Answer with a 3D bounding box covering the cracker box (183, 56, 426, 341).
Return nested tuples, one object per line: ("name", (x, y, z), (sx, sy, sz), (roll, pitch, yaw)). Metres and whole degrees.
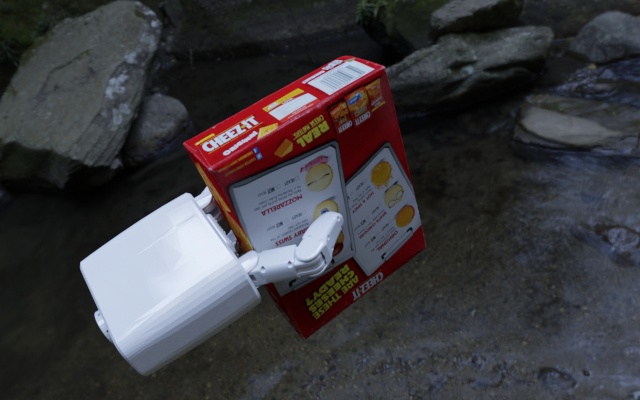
("cracker box", (0.000, 0.001, 0.441), (0.164, 0.214, 0.072), (-34, 39, -15))
